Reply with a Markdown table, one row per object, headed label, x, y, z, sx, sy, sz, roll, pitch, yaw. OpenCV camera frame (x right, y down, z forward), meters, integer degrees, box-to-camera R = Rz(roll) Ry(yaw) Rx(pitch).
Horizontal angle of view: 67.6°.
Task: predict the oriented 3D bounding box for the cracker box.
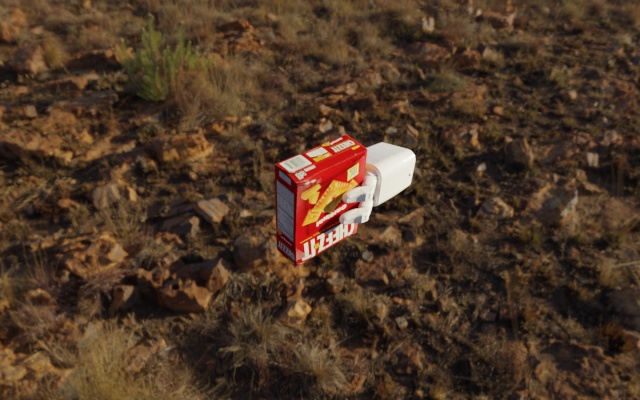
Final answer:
| label | x | y | z | sx | sy | sz | roll | pitch | yaw |
| --- | --- | --- | --- | --- | --- | --- | --- | --- | --- |
| cracker box | 0.000 | 0.003 | 0.899 | 0.164 | 0.214 | 0.072 | -26 | 49 | -30 |
